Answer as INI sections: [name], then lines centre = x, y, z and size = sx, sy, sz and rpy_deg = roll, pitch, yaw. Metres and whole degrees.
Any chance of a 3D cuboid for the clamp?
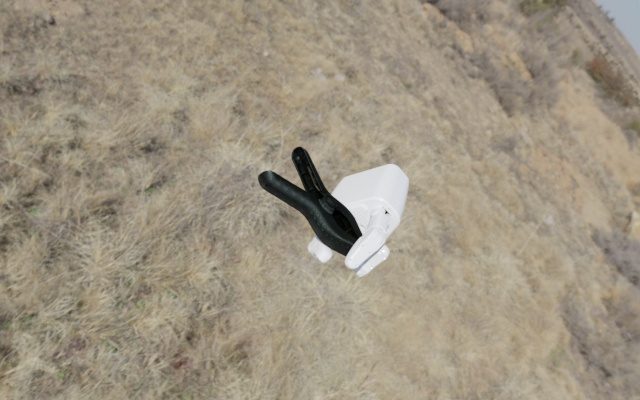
[clamp]
centre = 0.001, 0.002, 0.629
size = 0.039, 0.171, 0.120
rpy_deg = -34, 16, 35
